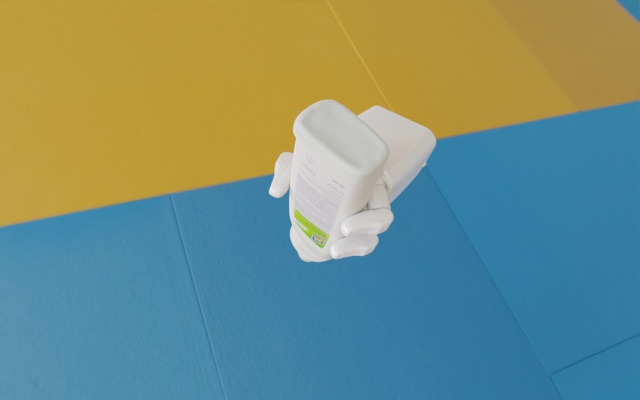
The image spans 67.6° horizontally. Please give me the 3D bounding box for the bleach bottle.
[{"bbox_3d":[0.000,0.002,0.580,0.068,0.102,0.251,-39,-17,-31],"label":"bleach bottle"}]
